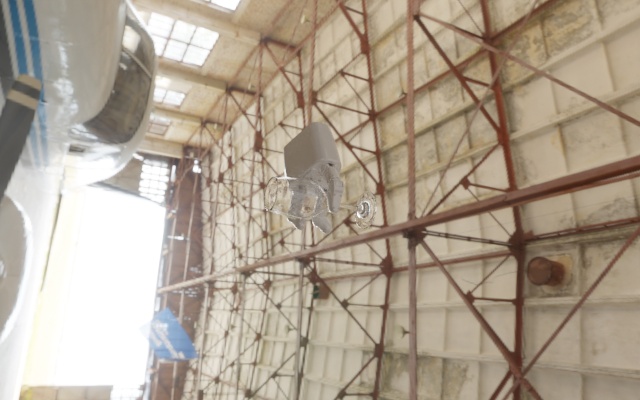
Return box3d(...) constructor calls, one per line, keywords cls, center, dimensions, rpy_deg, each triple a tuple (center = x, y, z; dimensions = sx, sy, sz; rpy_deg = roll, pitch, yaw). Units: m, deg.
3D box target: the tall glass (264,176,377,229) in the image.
box3d(cls="tall glass", center=(0.001, 0.003, 0.884), dimensions=(0.201, 0.079, 0.079), rpy_deg=(10, -4, -27))
